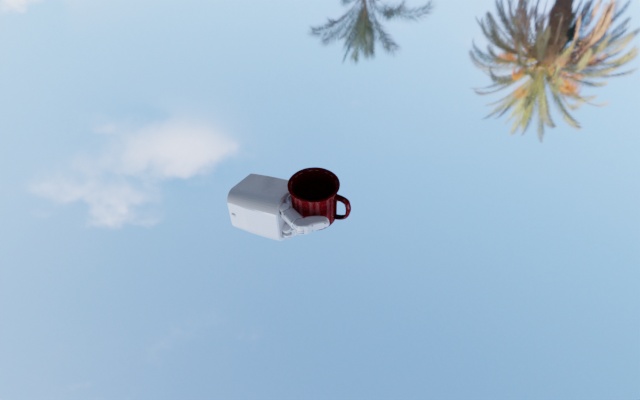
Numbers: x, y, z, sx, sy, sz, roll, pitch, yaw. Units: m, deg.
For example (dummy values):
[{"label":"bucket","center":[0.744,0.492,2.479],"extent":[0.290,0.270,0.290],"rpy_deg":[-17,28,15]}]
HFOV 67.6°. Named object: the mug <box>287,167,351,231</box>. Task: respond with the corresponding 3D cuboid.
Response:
[{"label":"mug","center":[0.002,0.003,0.862],"extent":[0.117,0.082,0.093],"rpy_deg":[15,47,17]}]
